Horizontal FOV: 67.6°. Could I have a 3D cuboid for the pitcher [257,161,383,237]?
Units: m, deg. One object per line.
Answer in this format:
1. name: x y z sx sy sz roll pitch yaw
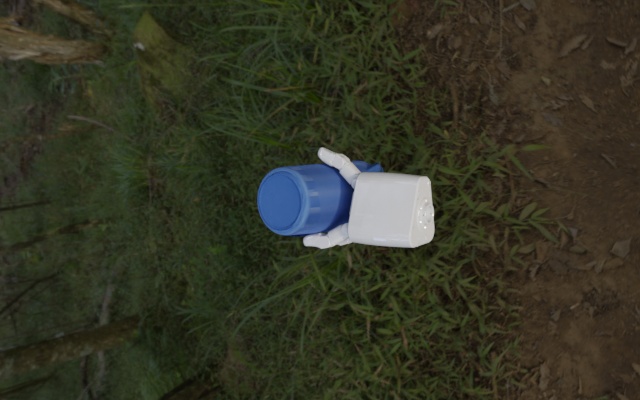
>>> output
1. pitcher: 0.000 0.003 0.842 0.145 0.149 0.243 7 7 35
